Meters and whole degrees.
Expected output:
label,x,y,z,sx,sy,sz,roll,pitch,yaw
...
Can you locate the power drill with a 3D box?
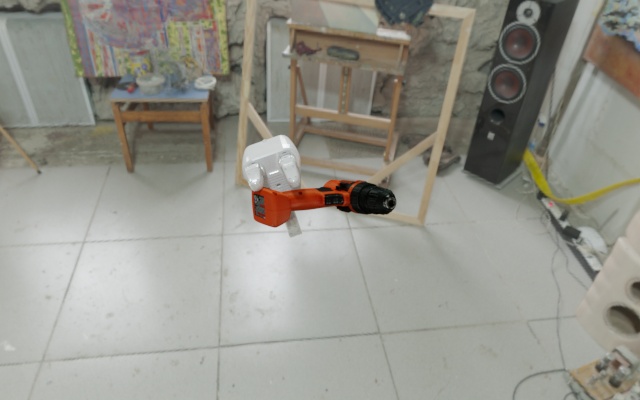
label,x,y,z,sx,sy,sz,roll,pitch,yaw
power drill,0.000,0.002,0.740,0.187,0.057,0.184,-5,7,-27
